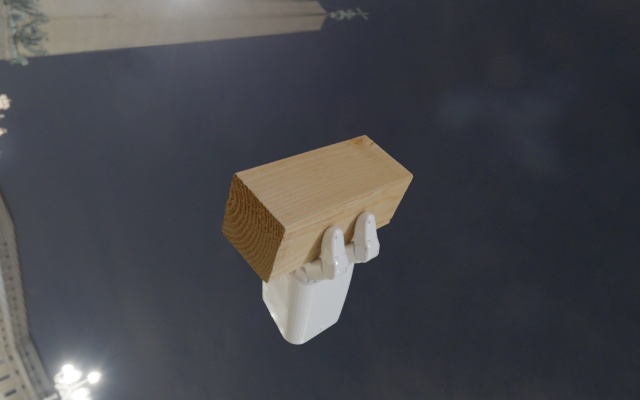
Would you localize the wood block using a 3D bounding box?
[{"bbox_3d":[0.000,0.002,0.563,0.206,0.090,0.090,-22,55,-40],"label":"wood block"}]
